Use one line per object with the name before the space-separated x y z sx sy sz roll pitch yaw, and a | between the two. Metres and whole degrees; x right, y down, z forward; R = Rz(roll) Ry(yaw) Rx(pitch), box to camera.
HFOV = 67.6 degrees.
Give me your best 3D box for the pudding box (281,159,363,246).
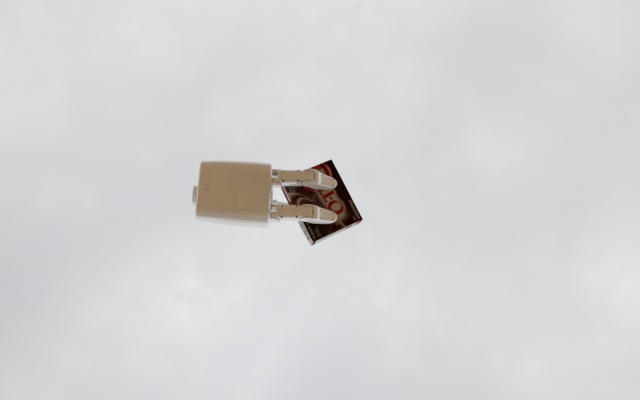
pudding box | 0.000 0.003 0.749 0.090 0.113 0.039 -24 -10 -17
